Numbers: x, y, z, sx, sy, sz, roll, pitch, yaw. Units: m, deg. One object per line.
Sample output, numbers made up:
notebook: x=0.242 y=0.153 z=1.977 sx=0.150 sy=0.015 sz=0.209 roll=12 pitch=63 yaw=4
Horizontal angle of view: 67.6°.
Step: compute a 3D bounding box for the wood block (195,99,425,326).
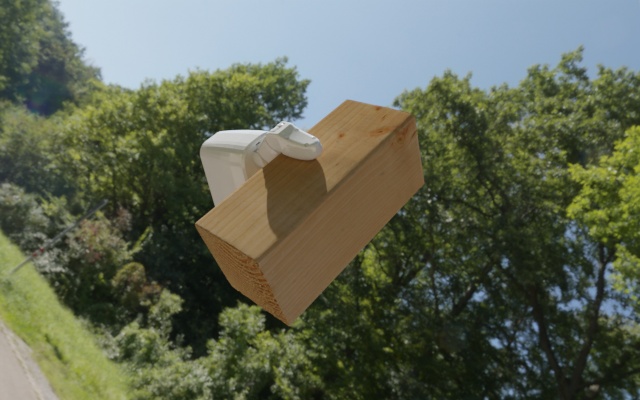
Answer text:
wood block: x=0.000 y=0.001 z=0.454 sx=0.090 sy=0.091 sz=0.206 roll=23 pitch=56 yaw=39
